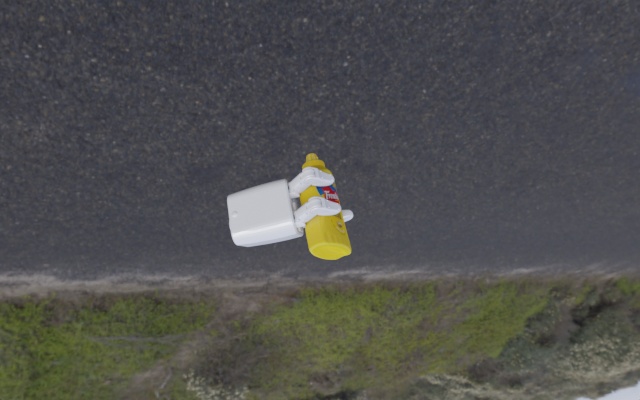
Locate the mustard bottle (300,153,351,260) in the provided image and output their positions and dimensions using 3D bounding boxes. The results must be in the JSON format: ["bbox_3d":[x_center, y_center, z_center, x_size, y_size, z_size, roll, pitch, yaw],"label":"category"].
[{"bbox_3d":[0.000,0.003,0.833,0.058,0.191,0.096,-25,-28,25],"label":"mustard bottle"}]
